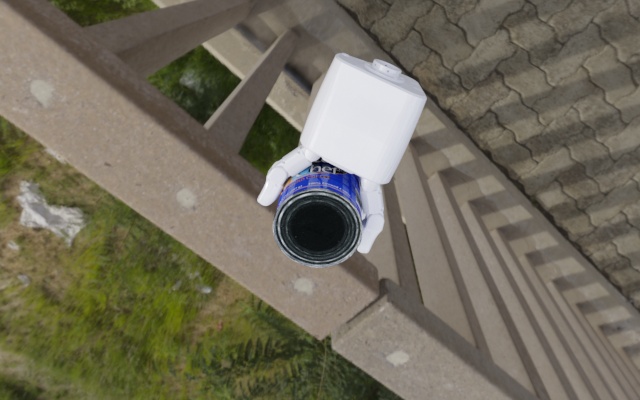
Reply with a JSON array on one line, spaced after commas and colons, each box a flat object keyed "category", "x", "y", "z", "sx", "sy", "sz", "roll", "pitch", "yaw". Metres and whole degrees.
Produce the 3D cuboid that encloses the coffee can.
[{"category": "coffee can", "x": 0.000, "y": 0.002, "z": 0.597, "sx": 0.103, "sy": 0.103, "sz": 0.140, "roll": 0, "pitch": 27, "yaw": 3}]
